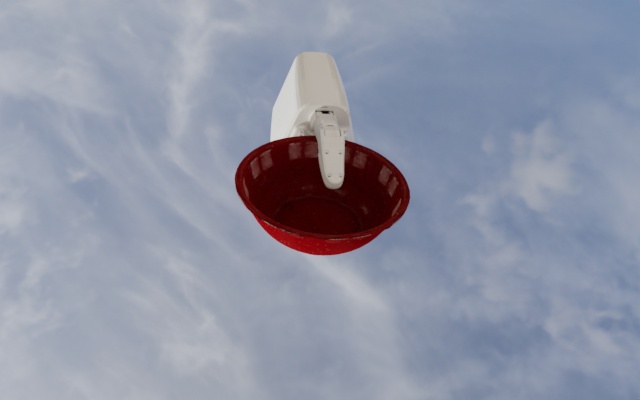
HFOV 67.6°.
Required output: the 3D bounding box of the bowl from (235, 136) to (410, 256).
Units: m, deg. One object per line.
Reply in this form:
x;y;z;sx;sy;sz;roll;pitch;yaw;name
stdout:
0.000;0.003;0.455;0.162;0.055;0.162;5;37;-4;bowl
